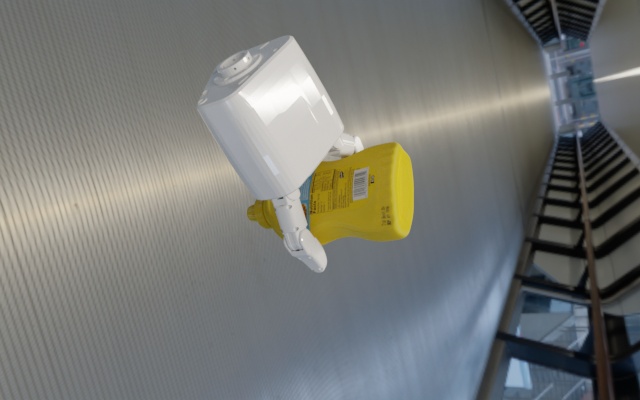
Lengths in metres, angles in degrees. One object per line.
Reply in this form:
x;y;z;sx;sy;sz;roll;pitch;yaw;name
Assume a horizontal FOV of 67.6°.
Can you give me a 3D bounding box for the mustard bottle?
0.000;0.002;0.508;0.191;0.096;0.058;-9;-26;30;mustard bottle
